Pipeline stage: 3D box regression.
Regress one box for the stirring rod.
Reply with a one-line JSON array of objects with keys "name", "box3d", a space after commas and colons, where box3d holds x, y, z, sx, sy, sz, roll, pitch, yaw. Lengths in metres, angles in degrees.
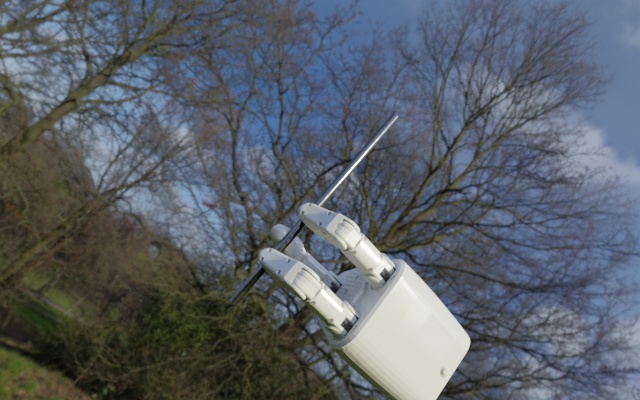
[{"name": "stirring rod", "box3d": [0.000, 0.002, 0.444, 0.011, 0.239, 0.011, 36, -19, 14]}]
